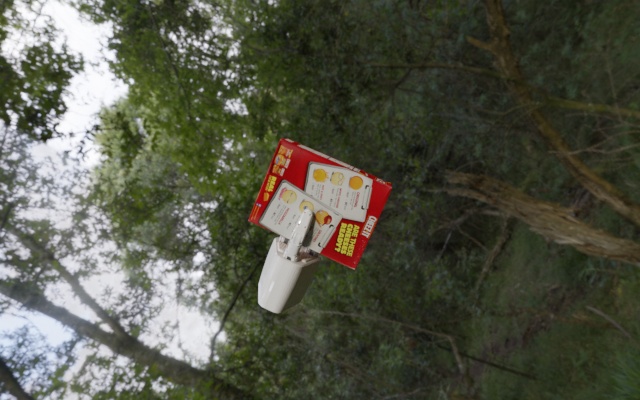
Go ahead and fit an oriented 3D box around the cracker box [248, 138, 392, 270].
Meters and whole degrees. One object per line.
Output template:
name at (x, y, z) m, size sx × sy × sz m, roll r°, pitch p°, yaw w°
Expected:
cracker box at (0.000, 0.003, 0.866) m, size 0.213 × 0.164 × 0.072 m, roll 24°, pitch 13°, yaw 4°
